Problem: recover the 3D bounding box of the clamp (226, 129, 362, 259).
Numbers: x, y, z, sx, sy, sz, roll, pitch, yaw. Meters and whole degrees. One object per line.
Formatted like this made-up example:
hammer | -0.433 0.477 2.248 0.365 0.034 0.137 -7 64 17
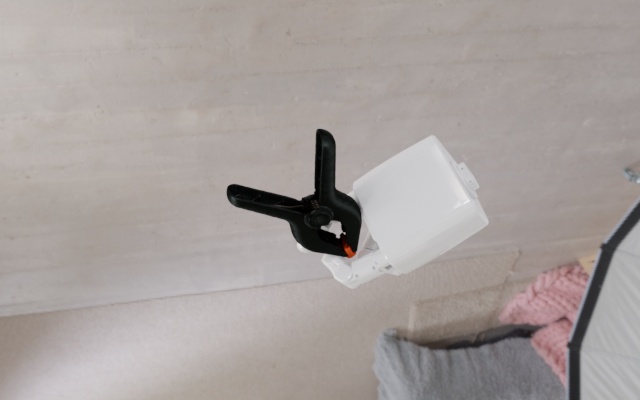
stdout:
clamp | 0.000 0.002 0.505 0.120 0.039 0.171 -34 -46 21
